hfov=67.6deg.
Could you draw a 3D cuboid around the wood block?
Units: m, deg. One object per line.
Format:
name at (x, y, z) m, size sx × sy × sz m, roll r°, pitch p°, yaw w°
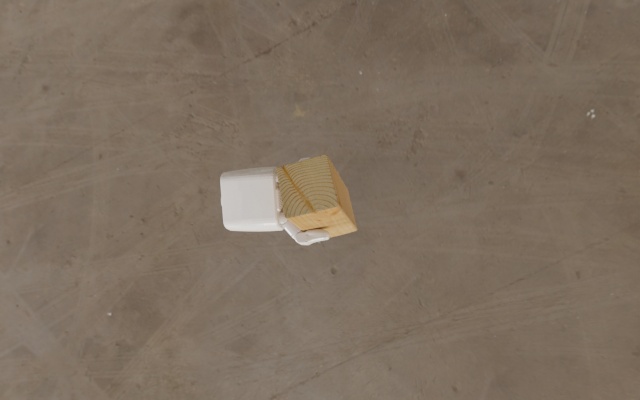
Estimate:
wood block at (0.000, 0.003, 0.854) m, size 0.090 × 0.090 × 0.206 m, roll -14°, pitch -17°, yaw 9°
